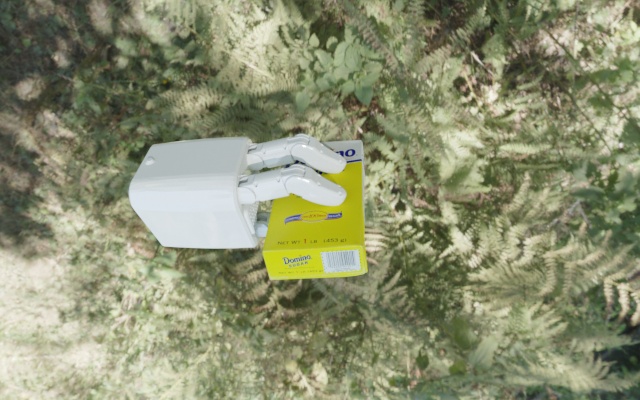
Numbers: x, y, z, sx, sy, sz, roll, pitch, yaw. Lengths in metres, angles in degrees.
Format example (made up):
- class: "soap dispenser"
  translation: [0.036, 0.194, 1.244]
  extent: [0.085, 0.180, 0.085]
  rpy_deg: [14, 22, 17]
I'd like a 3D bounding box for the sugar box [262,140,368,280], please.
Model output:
- class: "sugar box"
  translation: [0.000, 0.001, 0.496]
  extent: [0.093, 0.048, 0.176]
  rpy_deg: [-4, 41, 6]
